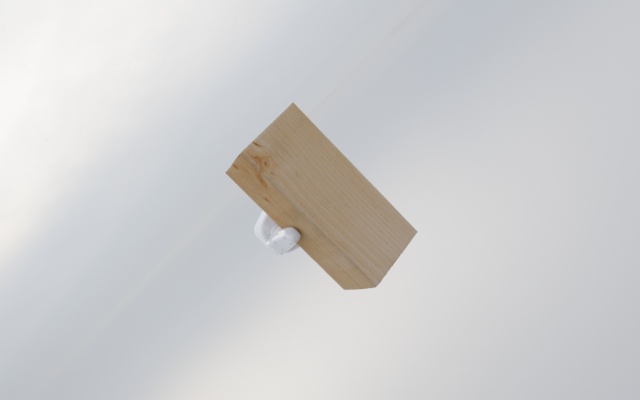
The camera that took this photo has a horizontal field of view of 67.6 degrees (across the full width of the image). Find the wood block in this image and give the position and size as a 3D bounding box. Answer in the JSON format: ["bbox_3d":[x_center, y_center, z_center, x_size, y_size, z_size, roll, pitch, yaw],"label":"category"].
[{"bbox_3d":[0.000,0.002,0.561,0.090,0.206,0.090,-49,9,-24],"label":"wood block"}]
